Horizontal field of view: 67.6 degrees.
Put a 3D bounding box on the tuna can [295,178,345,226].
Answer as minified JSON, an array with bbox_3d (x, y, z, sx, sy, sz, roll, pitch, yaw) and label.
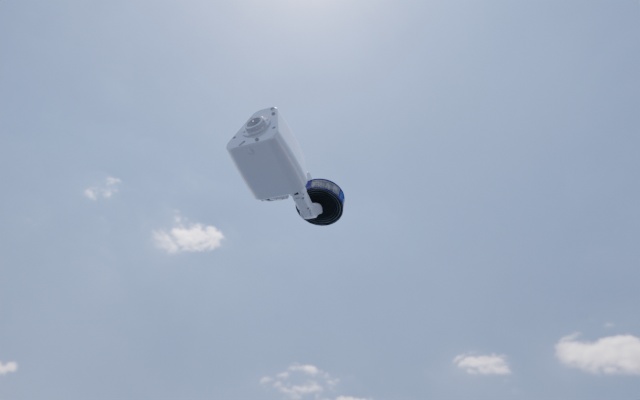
[{"bbox_3d":[0.000,0.002,0.856,0.086,0.086,0.033,0,39,11],"label":"tuna can"}]
